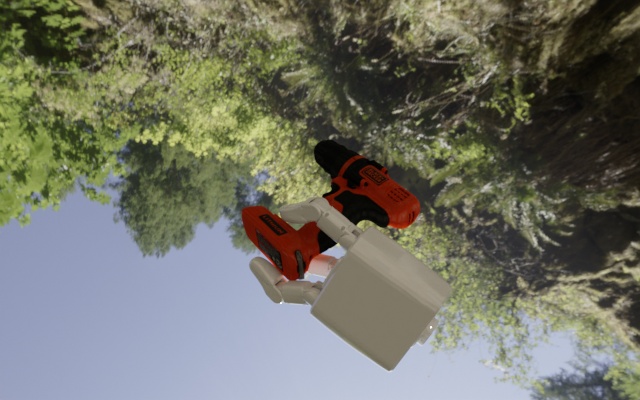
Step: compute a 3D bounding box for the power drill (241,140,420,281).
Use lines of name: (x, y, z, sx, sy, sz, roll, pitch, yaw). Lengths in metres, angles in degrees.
power drill: (0.000, 0.002, 0.594, 0.187, 0.057, 0.184, -31, 48, -23)
